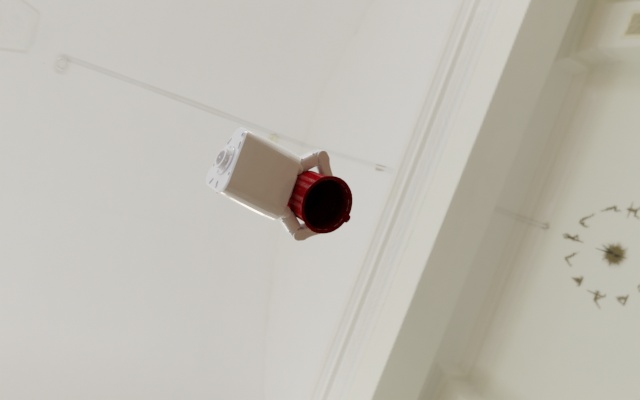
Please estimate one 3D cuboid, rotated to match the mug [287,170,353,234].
[{"bbox_3d":[0.001,0.003,0.777,0.117,0.093,0.081,29,-2,-34],"label":"mug"}]
